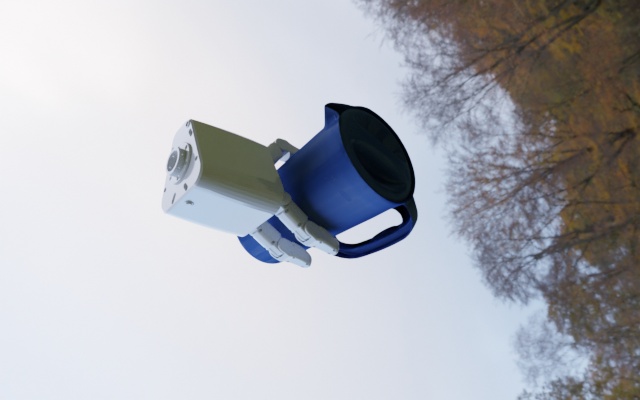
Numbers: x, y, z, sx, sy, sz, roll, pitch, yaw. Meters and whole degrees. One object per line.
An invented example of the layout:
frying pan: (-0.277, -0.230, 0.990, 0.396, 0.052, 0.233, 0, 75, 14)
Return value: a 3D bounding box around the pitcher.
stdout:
pitcher: (0.000, 0.002, 0.630, 0.145, 0.149, 0.243, 18, -39, -39)
